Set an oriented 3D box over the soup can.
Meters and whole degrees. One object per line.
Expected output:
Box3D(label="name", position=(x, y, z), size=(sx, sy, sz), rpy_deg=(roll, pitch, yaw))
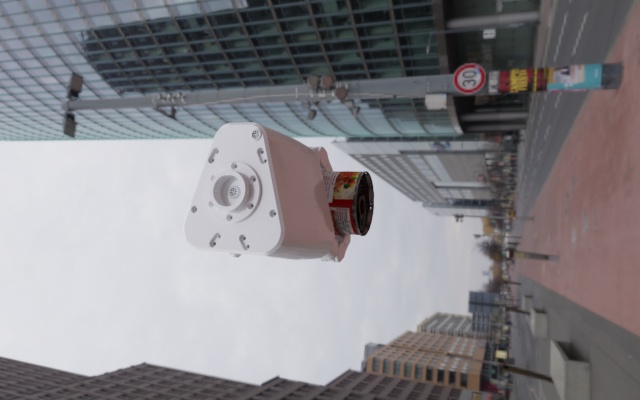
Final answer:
Box3D(label="soup can", position=(0.000, 0.002, 0.516), size=(0.102, 0.068, 0.068), rpy_deg=(2, 1, 21))
